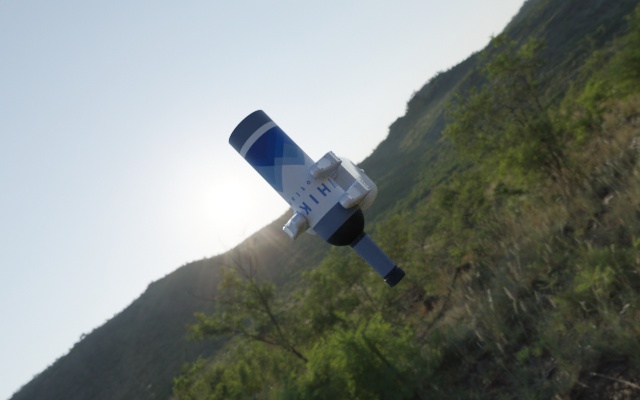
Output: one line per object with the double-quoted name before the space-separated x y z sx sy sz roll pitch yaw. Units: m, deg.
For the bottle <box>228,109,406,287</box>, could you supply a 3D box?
"bottle" 0.000 0.002 0.645 0.069 0.295 0.069 -44 -6 -6
